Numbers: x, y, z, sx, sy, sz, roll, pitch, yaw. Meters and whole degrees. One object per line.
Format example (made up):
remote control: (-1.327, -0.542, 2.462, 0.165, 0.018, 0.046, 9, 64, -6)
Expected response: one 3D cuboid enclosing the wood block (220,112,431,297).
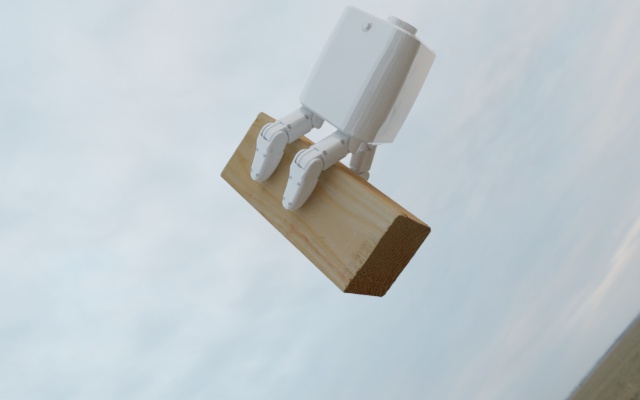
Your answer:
wood block: (0.000, 0.001, 0.508, 0.206, 0.090, 0.091, 40, 10, 33)
